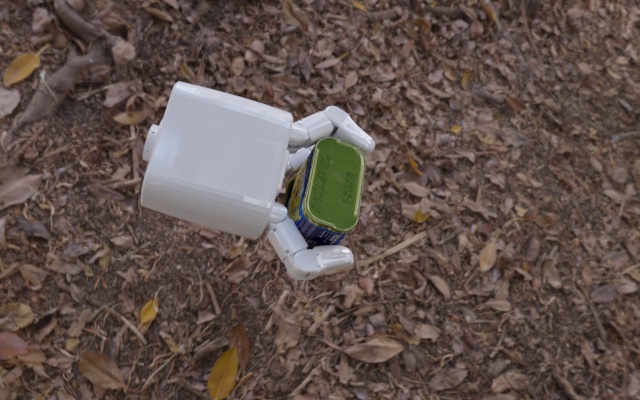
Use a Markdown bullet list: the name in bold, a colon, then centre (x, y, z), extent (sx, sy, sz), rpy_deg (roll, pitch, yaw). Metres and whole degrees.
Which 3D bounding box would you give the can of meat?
- **can of meat**: centre (0.000, 0.001, 0.458), extent (0.057, 0.102, 0.084), rpy_deg (18, -33, -13)
